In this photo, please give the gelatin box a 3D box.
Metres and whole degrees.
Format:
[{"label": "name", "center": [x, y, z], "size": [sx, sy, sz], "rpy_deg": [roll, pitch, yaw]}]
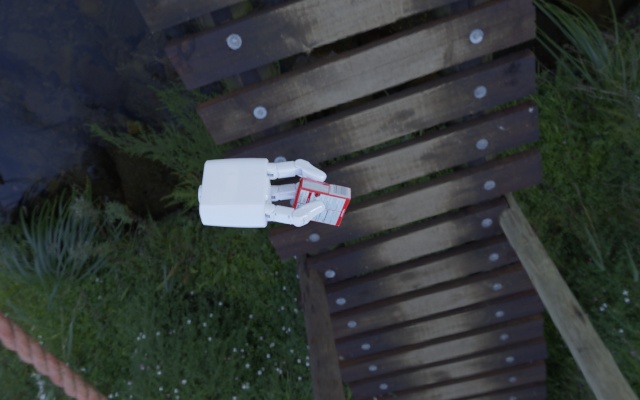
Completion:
[{"label": "gelatin box", "center": [0.000, 0.003, 0.816], "size": [0.089, 0.030, 0.073], "rpy_deg": [12, -45, -7]}]
